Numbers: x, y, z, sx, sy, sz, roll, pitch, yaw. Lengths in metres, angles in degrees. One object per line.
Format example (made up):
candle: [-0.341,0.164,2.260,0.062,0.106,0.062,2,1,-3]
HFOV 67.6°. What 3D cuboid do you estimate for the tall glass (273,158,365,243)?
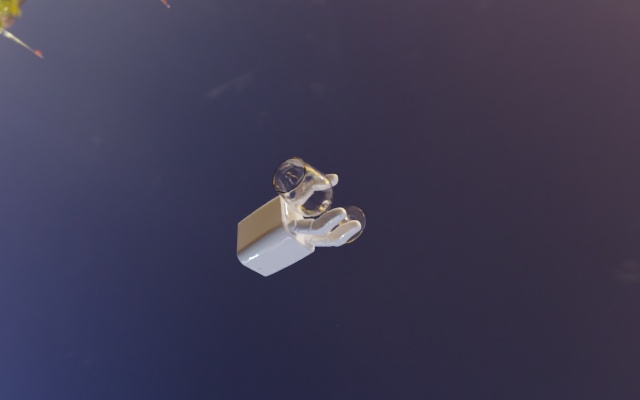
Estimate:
tall glass: [0.001,0.003,0.810,0.079,0.079,0.201,0,-25,33]
